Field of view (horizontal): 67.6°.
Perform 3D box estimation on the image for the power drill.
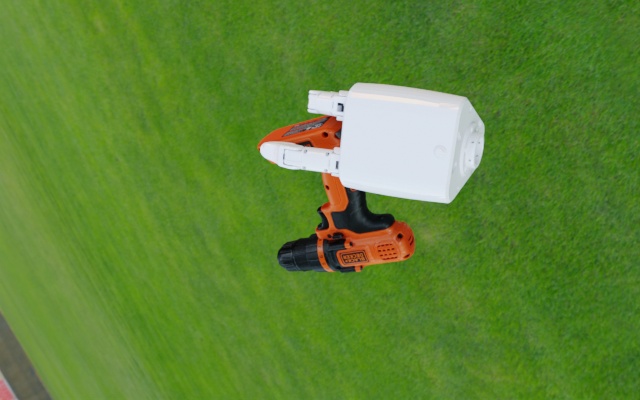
[{"bbox_3d":[0.000,0.001,0.561,0.184,0.188,0.057,-12,25,28],"label":"power drill"}]
